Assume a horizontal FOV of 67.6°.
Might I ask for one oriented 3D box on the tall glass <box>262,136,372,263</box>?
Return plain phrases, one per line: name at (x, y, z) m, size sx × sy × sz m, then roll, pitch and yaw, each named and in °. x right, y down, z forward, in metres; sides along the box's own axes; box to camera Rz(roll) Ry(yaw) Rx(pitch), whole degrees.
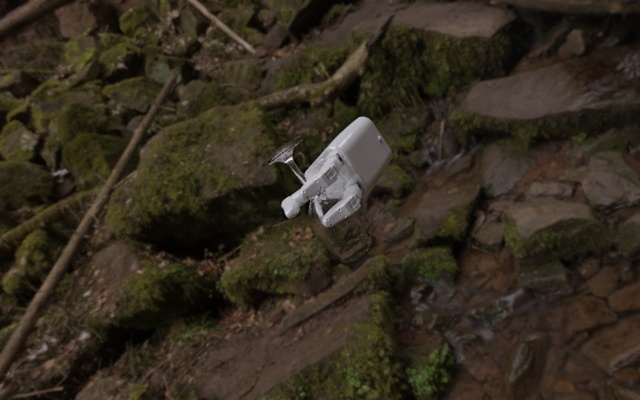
tall glass at (0.000, 0.002, 0.737) m, size 0.079 × 0.201 × 0.079 m, roll -33°, pitch 16°, yaw 11°
